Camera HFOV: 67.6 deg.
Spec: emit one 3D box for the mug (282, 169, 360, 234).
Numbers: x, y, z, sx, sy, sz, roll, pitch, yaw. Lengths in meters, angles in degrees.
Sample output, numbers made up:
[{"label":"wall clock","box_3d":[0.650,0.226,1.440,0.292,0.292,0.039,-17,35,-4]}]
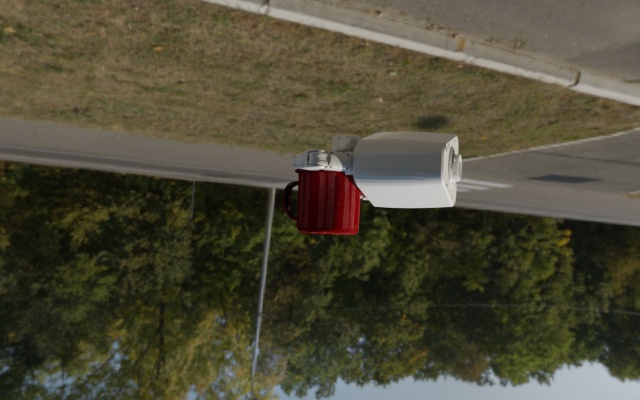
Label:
[{"label":"mug","box_3d":[-0.001,0.002,0.633,0.117,0.081,0.093,1,-2,27]}]
